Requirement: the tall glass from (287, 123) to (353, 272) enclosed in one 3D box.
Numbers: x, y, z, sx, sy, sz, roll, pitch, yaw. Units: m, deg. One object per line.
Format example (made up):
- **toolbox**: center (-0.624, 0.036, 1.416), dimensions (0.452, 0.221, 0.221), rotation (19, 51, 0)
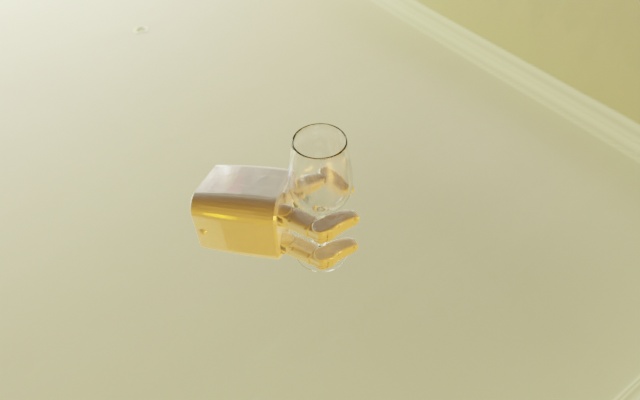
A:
- **tall glass**: center (0.000, 0.002, 0.596), dimensions (0.079, 0.079, 0.201), rotation (0, -43, 1)
